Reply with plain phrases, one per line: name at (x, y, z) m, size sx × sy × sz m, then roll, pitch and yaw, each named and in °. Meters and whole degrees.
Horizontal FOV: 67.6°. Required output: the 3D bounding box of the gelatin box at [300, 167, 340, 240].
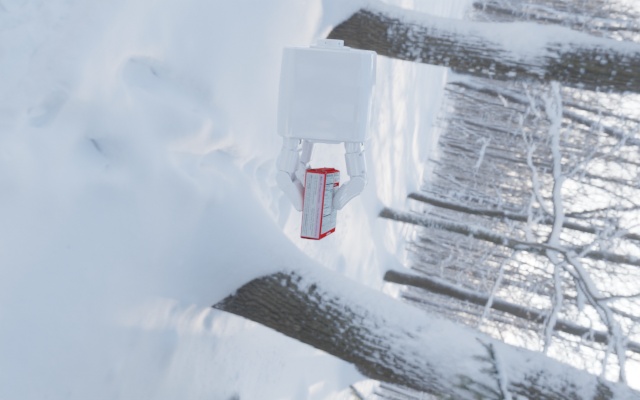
gelatin box at (0.001, 0.002, 0.621) m, size 0.030 × 0.089 × 0.073 m, roll 6°, pitch 7°, yaw 16°
